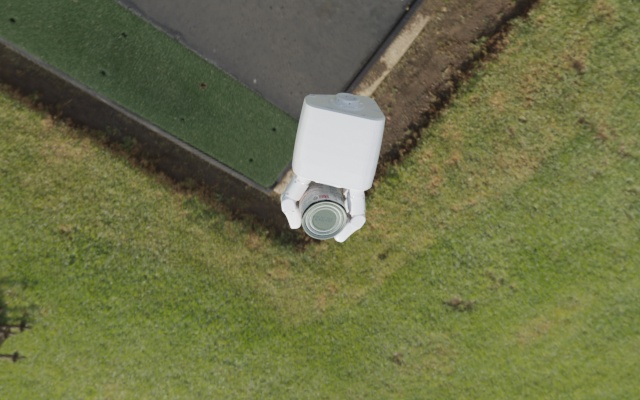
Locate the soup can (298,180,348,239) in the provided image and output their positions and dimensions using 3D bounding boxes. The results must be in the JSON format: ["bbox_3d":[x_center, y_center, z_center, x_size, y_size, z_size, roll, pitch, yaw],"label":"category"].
[{"bbox_3d":[0.000,0.003,0.716,0.068,0.068,0.102,0,31,-8],"label":"soup can"}]
